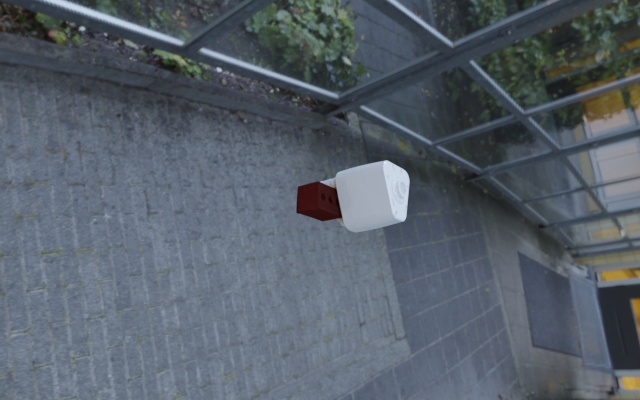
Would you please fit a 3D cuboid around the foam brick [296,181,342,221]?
[{"bbox_3d":[0.000,0.003,0.880,0.051,0.053,0.078,-12,-21,37],"label":"foam brick"}]
